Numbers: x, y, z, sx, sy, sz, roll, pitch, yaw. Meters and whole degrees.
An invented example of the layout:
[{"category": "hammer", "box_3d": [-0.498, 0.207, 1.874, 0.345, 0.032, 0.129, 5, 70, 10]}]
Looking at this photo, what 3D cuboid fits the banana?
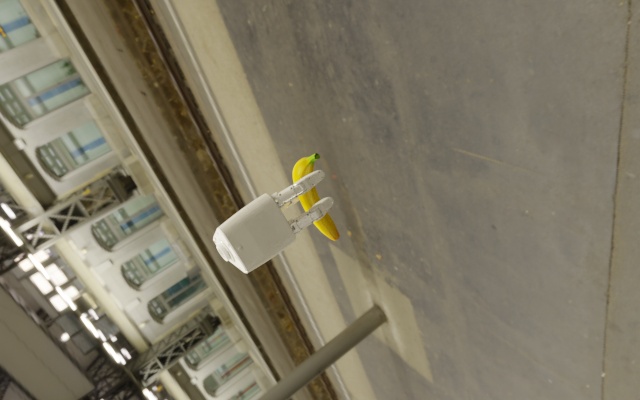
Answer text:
[{"category": "banana", "box_3d": [-0.013, -0.005, 0.897, 0.037, 0.198, 0.069, -38, 40, -26]}]
